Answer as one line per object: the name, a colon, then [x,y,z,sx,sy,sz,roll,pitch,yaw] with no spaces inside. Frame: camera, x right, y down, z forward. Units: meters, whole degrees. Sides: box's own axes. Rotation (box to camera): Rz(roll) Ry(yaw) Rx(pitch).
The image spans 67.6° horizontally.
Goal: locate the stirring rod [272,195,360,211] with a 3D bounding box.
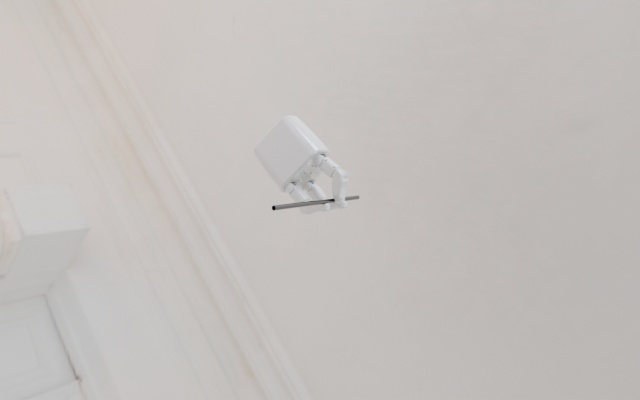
stirring rod: [0.000,0.003,0.830,0.011,0.011,0.239,0,4,37]
